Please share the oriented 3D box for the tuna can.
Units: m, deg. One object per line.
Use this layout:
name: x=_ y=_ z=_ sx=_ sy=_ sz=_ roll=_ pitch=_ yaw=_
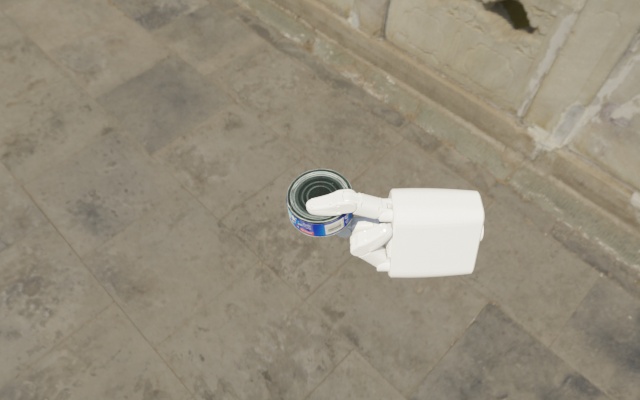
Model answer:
tuna can: x=0.000 y=0.002 z=0.602 sx=0.086 sy=0.086 sz=0.034 roll=0 pitch=-35 yaw=6
